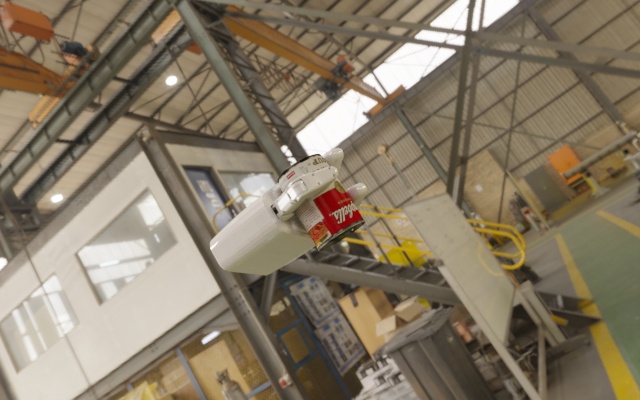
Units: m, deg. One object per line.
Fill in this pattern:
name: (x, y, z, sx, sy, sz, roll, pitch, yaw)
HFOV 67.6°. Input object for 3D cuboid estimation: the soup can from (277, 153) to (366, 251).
soup can: (0.000, 0.001, 0.590, 0.068, 0.102, 0.068, -31, -11, -7)
